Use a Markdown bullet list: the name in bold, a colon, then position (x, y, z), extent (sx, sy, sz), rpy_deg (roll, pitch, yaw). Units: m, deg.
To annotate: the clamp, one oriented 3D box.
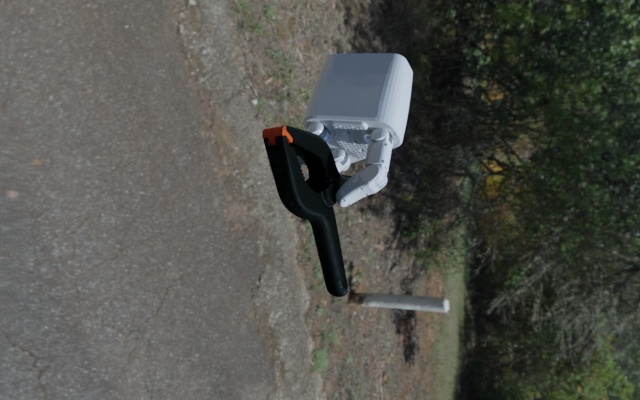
- **clamp**: position (0.001, 0.001, 0.531), extent (0.036, 0.164, 0.210), rpy_deg (-3, -31, 33)
